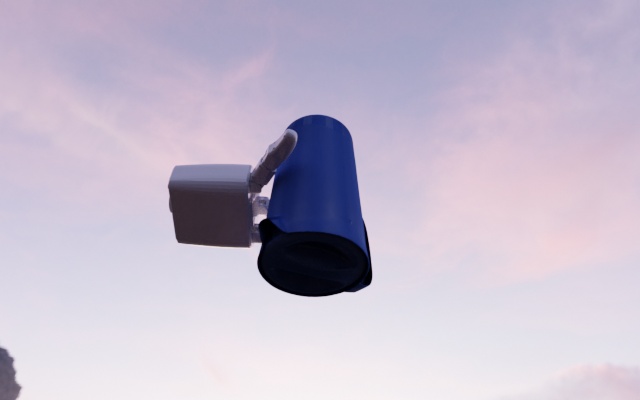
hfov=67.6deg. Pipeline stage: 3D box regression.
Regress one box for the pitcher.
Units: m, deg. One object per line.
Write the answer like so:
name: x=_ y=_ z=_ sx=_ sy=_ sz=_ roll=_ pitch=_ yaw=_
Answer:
pitcher: x=0.000 y=0.002 z=0.647 sx=0.145 sy=0.242 sz=0.149 roll=1 pitch=-43 yaw=0
